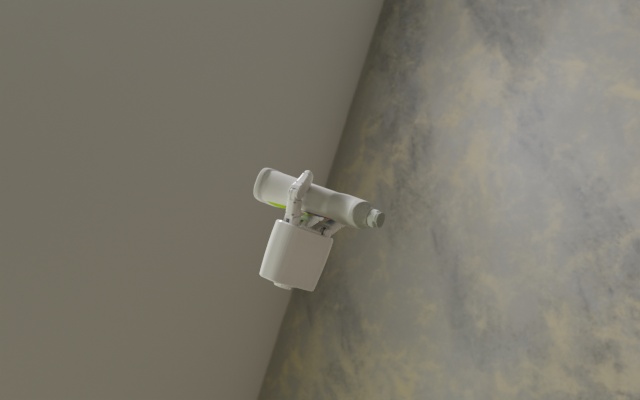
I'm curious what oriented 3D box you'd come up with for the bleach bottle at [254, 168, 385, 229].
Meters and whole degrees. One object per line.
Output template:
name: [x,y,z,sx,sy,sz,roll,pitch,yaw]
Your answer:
bleach bottle: [0.000,0.003,0.882,0.251,0.068,0.102,16,-4,35]
